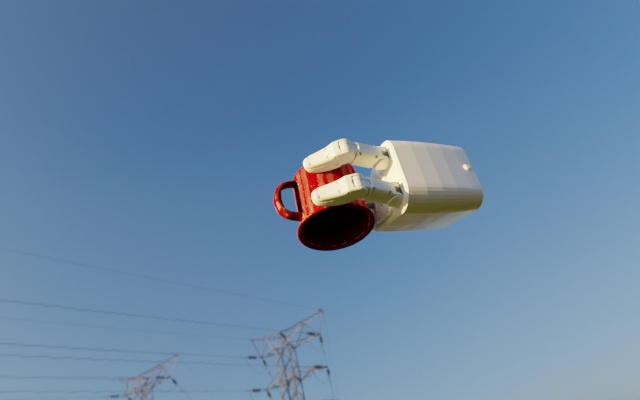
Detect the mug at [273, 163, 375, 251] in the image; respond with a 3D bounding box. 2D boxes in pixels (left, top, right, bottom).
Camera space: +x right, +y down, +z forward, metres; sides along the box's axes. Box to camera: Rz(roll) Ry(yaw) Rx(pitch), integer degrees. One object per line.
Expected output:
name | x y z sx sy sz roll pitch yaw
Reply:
mug | -0.001 0.002 0.576 0.117 0.081 0.093 2 -40 -20
